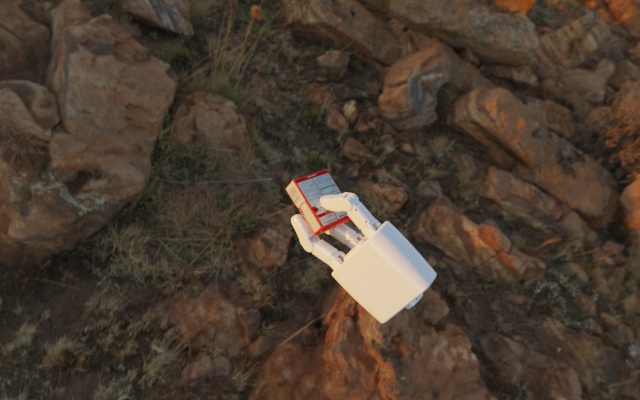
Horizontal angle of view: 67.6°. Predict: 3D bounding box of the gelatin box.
[{"bbox_3d":[0.000,0.002,0.731,0.073,0.089,0.030,-21,-16,-41],"label":"gelatin box"}]
